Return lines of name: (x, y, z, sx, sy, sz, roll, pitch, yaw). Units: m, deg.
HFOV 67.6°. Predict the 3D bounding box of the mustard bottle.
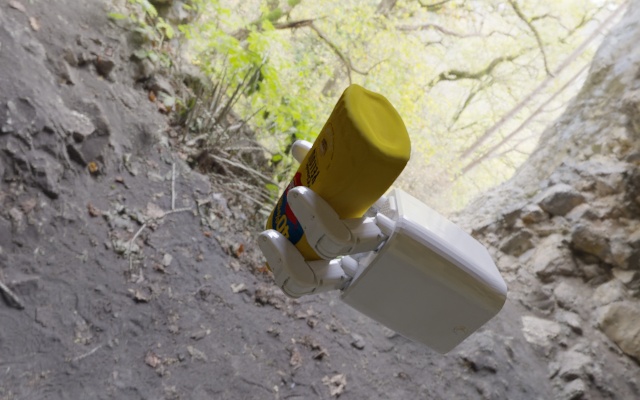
mustard bottle: (0.000, 0.001, 0.412, 0.058, 0.096, 0.192, 16, -50, -24)
